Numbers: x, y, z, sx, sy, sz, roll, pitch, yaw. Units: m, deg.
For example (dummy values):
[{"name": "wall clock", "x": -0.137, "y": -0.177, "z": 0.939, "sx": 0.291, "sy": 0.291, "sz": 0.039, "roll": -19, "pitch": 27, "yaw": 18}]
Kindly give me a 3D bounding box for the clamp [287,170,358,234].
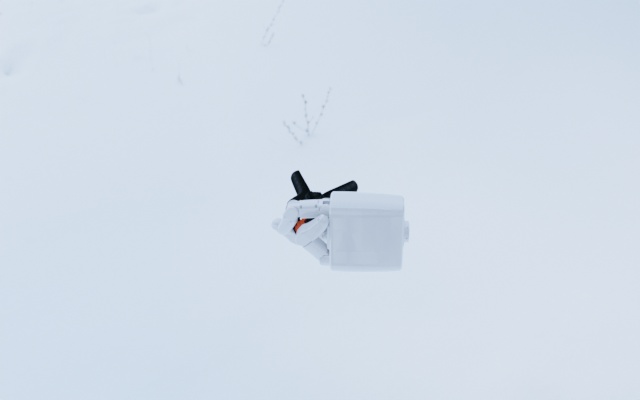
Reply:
[{"name": "clamp", "x": 0.000, "y": 0.002, "z": 0.788, "sx": 0.120, "sy": 0.039, "sz": 0.171, "roll": 1, "pitch": 35, "yaw": 6}]
